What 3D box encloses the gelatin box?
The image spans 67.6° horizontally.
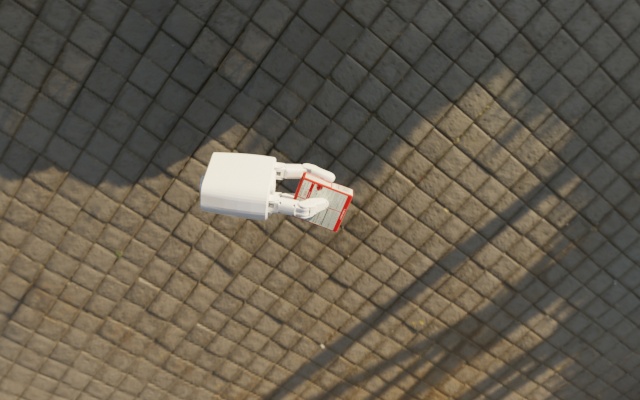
[{"bbox_3d":[0.000,0.003,0.789,0.089,0.073,0.030,20,24,-4],"label":"gelatin box"}]
